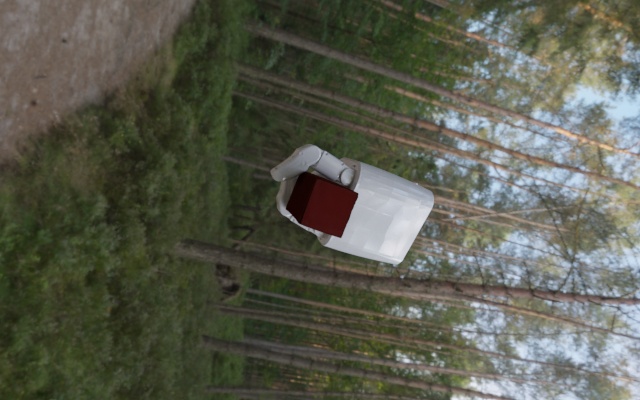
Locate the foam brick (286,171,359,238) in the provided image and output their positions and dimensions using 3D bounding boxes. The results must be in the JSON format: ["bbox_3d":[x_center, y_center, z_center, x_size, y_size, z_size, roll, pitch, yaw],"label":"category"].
[{"bbox_3d":[0.000,0.002,0.526,0.051,0.053,0.078,21,5,-17],"label":"foam brick"}]
